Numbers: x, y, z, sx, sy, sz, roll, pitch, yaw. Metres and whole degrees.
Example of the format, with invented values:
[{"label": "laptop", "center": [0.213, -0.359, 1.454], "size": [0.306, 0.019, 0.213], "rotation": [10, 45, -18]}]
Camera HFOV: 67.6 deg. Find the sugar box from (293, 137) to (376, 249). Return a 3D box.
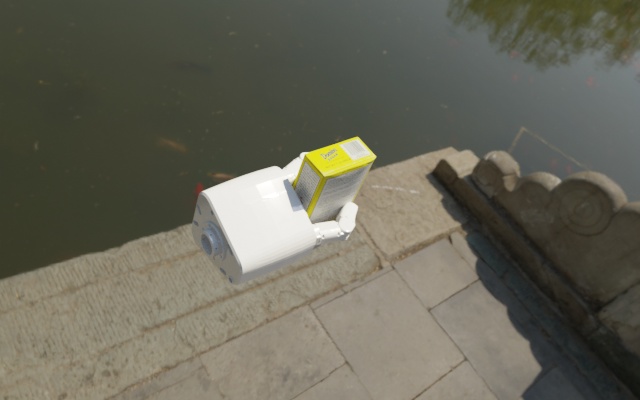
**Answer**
[{"label": "sugar box", "center": [0.000, 0.002, 0.634], "size": [0.093, 0.048, 0.176], "rotation": [-21, -28, -37]}]
